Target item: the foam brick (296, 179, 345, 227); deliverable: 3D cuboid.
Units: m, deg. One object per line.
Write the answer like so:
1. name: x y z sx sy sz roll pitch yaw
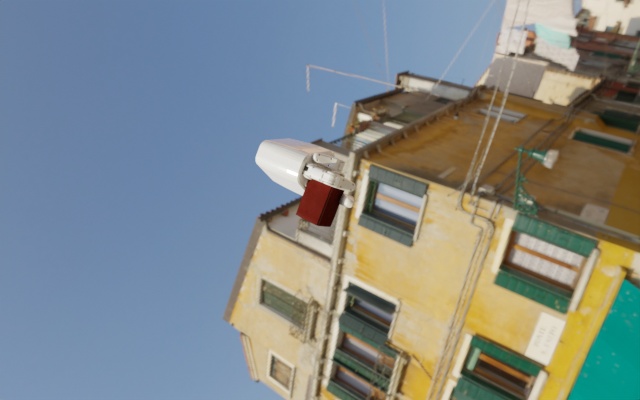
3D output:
1. foam brick: 0.000 0.003 0.862 0.051 0.078 0.053 23 4 27
